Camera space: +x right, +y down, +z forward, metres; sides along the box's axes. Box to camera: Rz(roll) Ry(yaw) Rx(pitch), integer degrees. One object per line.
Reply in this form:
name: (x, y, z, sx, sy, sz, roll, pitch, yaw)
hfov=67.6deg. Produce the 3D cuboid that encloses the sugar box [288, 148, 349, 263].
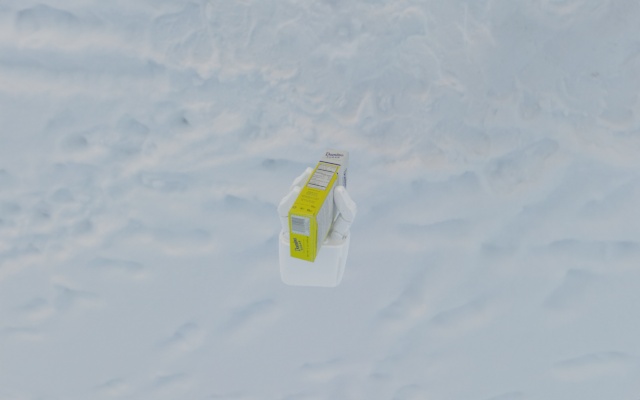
sugar box: (0.000, 0.003, 0.753, 0.048, 0.093, 0.176, 11, 39, 12)
